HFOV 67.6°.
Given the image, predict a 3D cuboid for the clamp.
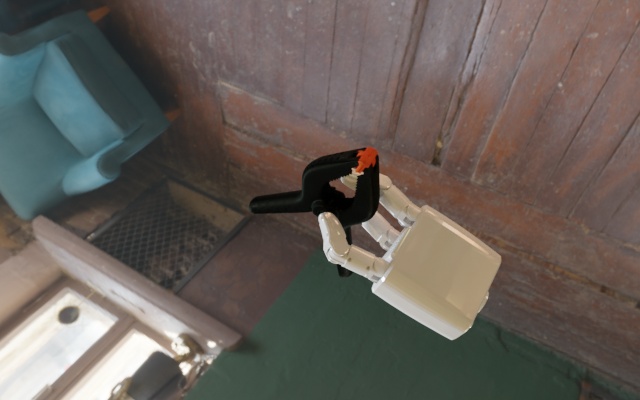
[{"bbox_3d":[0.000,0.002,0.570,0.164,0.036,0.210,31,-40,2],"label":"clamp"}]
